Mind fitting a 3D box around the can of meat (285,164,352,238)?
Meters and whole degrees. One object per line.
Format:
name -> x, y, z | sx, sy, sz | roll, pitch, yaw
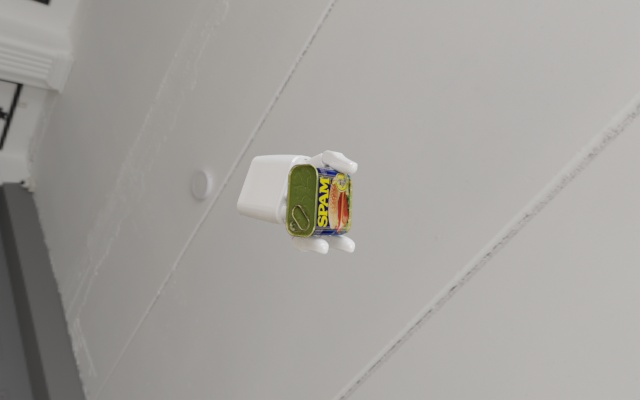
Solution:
can of meat -> 0.000, 0.002, 0.693 | 0.057, 0.102, 0.084 | 2, -2, 42
